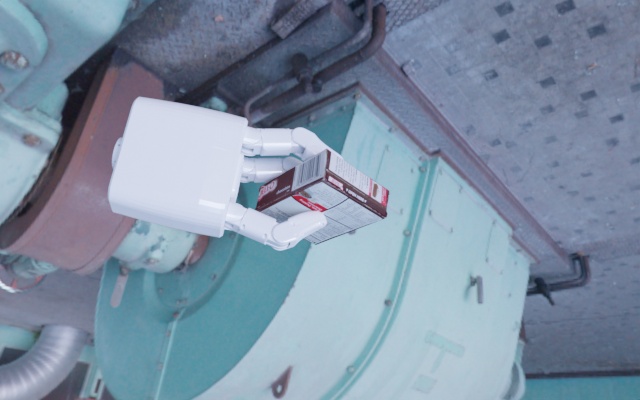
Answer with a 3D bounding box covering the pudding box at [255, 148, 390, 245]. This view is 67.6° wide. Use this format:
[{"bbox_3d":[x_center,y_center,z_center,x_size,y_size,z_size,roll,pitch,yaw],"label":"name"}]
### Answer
[{"bbox_3d":[0.000,0.002,0.495,0.090,0.039,0.113,30,-35,-32],"label":"pudding box"}]
